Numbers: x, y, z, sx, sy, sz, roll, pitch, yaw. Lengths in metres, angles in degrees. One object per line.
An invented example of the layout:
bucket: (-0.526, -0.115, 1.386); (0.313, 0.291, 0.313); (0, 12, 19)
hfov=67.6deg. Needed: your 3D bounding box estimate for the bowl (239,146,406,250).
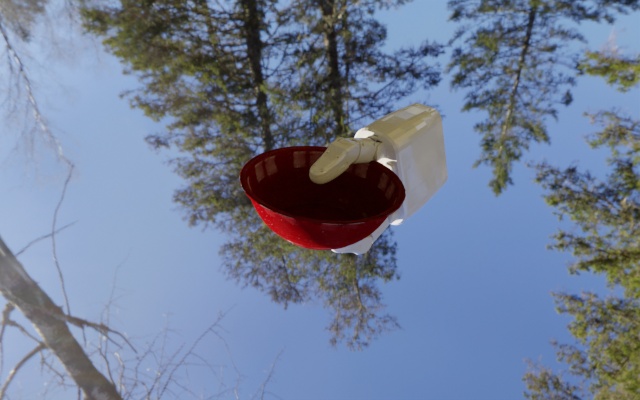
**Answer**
bowl: (-0.001, 0.002, 0.478); (0.162, 0.055, 0.162); (6, 29, -3)
